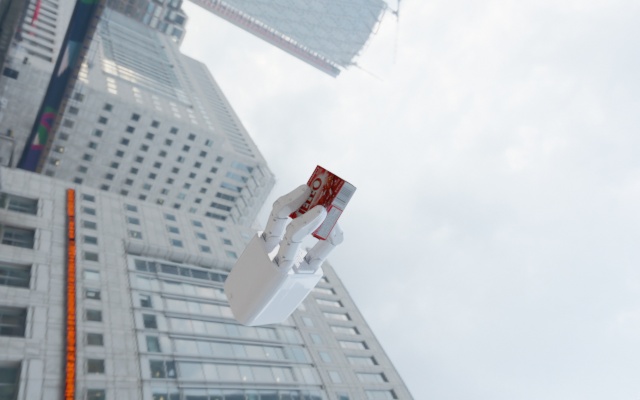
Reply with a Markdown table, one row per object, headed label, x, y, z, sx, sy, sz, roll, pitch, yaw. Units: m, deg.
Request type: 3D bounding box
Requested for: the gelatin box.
| label | x | y | z | sx | sy | sz | roll | pitch | yaw |
| --- | --- | --- | --- | --- | --- | --- | --- | --- | --- |
| gelatin box | 0.001 | 0.002 | 0.675 | 0.030 | 0.089 | 0.073 | 29 | 3 | -39 |
